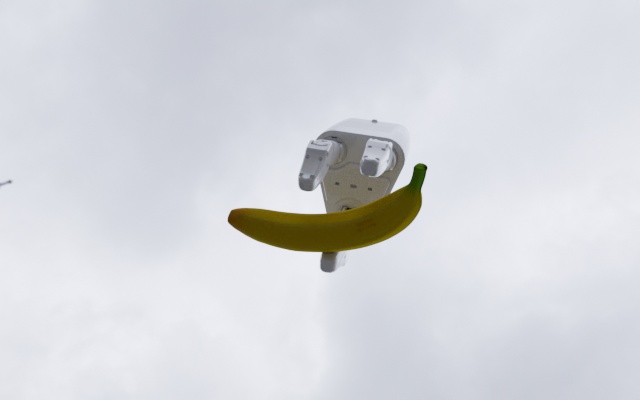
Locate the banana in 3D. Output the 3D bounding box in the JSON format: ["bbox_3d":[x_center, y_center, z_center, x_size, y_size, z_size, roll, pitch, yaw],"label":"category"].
[{"bbox_3d":[0.010,0.017,0.438,0.198,0.070,0.037,-14,20,22],"label":"banana"}]
